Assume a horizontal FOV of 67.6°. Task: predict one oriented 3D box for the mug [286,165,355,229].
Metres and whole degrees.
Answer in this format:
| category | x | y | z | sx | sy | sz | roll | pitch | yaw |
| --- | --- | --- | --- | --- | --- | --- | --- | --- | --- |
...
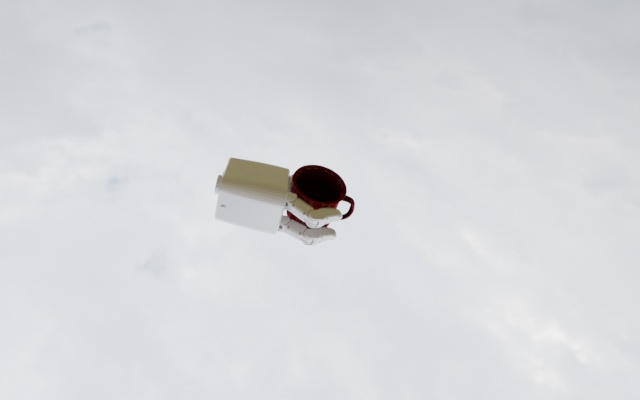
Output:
| category | x | y | z | sx | sy | sz | roll | pitch | yaw |
| --- | --- | --- | --- | --- | --- | --- | --- | --- | --- |
| mug | 0.001 | 0.003 | 0.813 | 0.117 | 0.093 | 0.082 | 14 | -47 | -8 |
